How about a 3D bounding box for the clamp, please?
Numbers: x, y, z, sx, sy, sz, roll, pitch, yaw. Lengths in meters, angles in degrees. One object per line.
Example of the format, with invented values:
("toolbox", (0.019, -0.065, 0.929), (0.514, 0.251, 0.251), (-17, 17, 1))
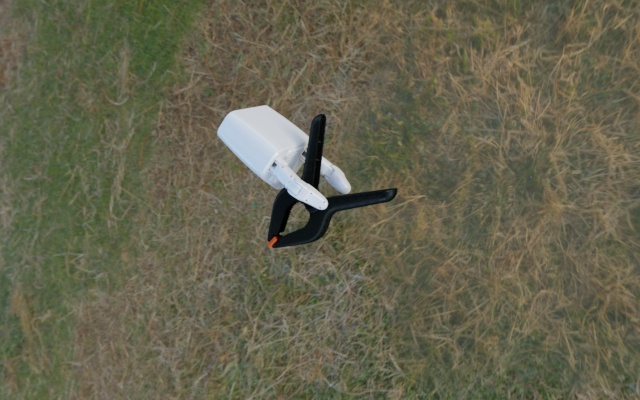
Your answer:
("clamp", (-0.001, 0.003, 0.705), (0.164, 0.210, 0.036), (41, 17, 15))
